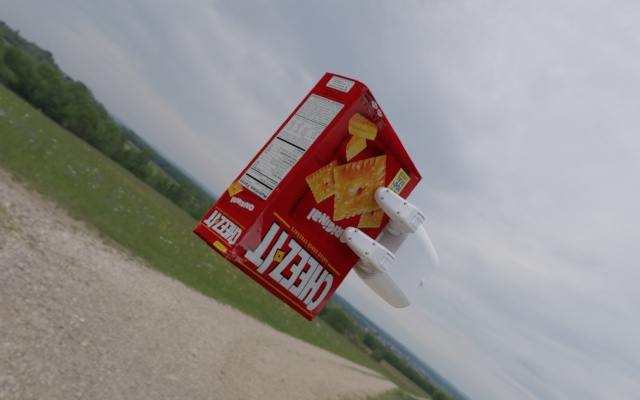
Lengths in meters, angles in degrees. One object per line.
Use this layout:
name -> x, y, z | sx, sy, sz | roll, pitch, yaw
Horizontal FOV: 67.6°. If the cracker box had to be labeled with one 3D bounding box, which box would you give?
cracker box -> 0.000, 0.001, 0.508 | 0.072, 0.213, 0.164 | 29, -14, 43
